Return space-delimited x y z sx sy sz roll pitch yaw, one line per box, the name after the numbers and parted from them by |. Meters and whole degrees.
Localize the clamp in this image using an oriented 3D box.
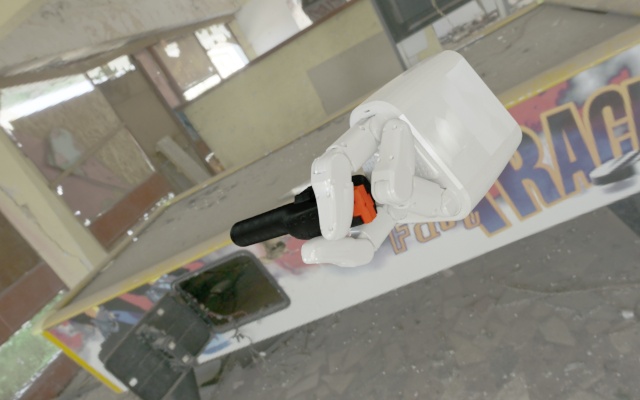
0.000 0.001 0.425 0.120 0.039 0.171 -42 20 -32 | clamp
